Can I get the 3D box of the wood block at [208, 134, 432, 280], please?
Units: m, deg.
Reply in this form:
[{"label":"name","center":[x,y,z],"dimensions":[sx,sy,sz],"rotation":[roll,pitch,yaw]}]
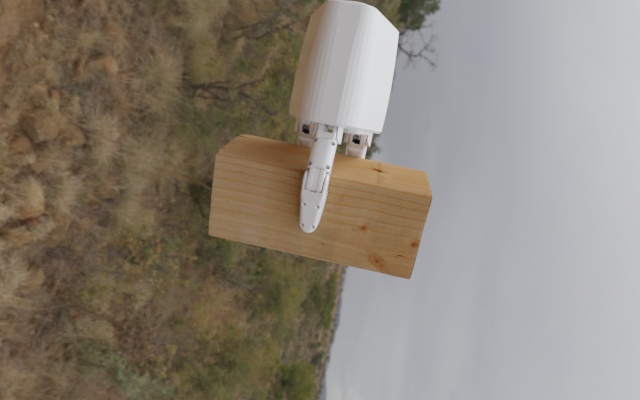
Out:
[{"label":"wood block","center":[0.000,0.001,0.495],"dimensions":[0.206,0.090,0.090],"rotation":[12,21,4]}]
